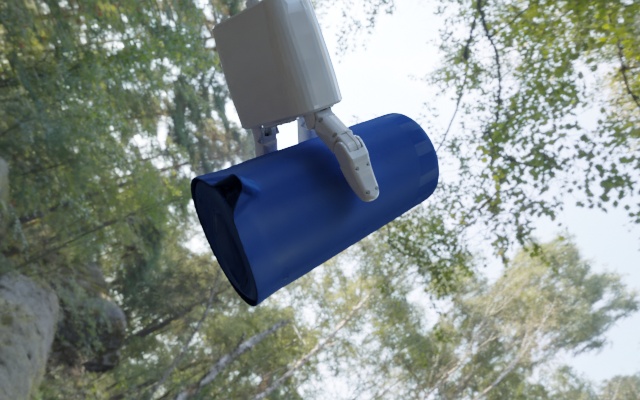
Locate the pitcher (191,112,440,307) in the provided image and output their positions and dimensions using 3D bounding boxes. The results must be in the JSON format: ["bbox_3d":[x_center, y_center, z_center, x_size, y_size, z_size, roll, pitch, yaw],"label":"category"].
[{"bbox_3d":[0.000,0.001,0.502,0.243,0.145,0.149,-25,14,-24],"label":"pitcher"}]
